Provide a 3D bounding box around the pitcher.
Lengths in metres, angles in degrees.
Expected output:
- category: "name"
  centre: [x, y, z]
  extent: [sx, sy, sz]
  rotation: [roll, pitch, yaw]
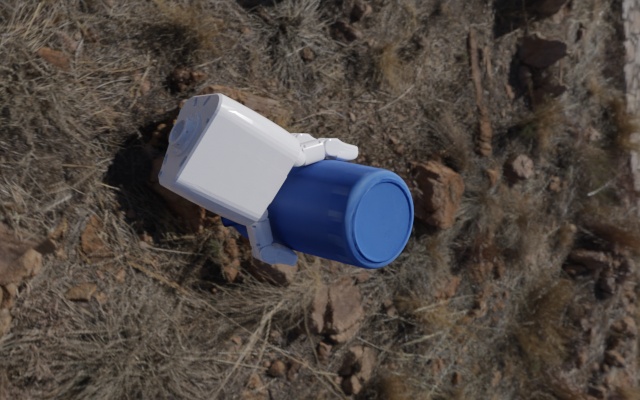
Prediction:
- category: "pitcher"
  centre: [0.000, 0.002, 0.598]
  extent: [0.145, 0.149, 0.243]
  rotation: [30, -12, -38]
